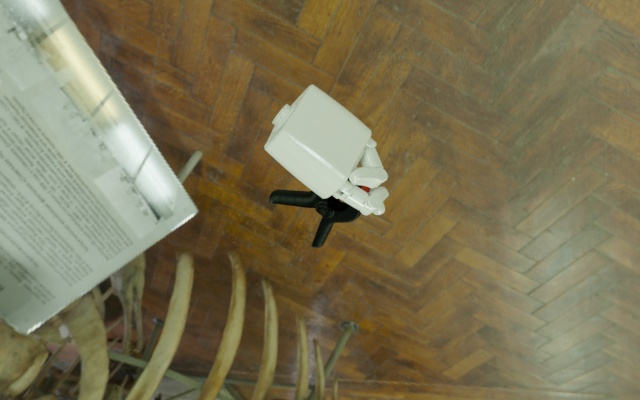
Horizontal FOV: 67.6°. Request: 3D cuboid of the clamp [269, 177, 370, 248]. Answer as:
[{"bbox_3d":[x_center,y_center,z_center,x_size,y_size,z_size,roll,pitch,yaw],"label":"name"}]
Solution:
[{"bbox_3d":[0.000,0.003,0.723,0.120,0.039,0.171,38,-46,-15],"label":"clamp"}]
